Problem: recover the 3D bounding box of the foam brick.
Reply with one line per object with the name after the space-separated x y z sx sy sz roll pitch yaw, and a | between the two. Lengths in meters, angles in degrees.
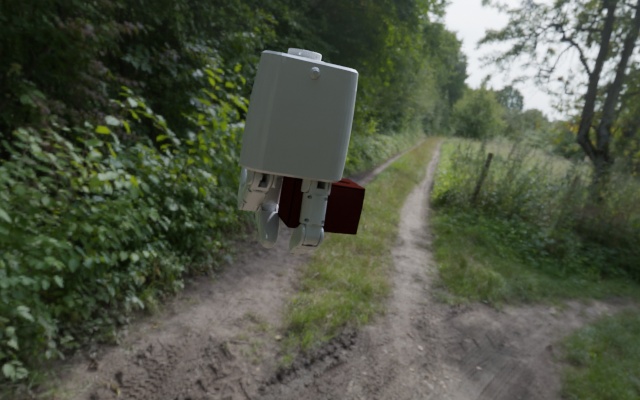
0.000 0.002 0.503 0.078 0.051 0.053 8 11 -19 | foam brick
